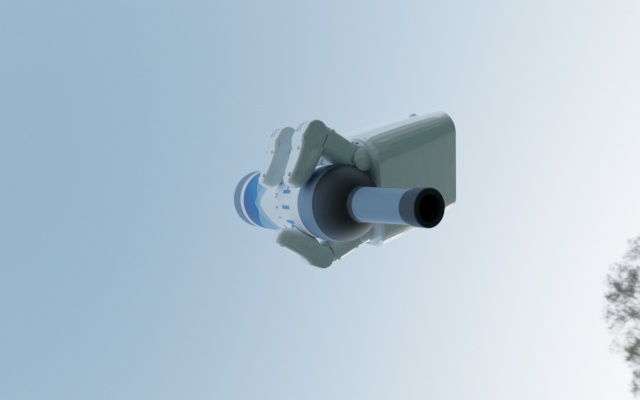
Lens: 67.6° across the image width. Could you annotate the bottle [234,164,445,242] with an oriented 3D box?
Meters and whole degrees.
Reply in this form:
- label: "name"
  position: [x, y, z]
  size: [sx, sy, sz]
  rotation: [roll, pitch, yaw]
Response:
- label: "bottle"
  position: [0.000, 0.001, 0.441]
  size: [0.069, 0.069, 0.295]
  rotation: [0, 1, -29]
